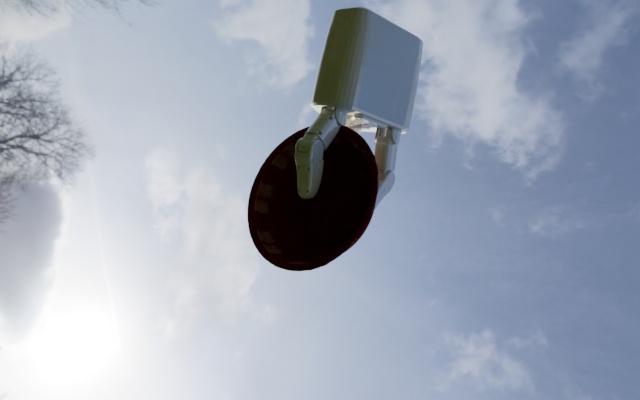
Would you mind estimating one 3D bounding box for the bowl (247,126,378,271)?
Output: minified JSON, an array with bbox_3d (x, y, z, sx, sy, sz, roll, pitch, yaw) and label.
[{"bbox_3d":[0.000,0.003,0.512,0.162,0.162,0.055,0,-19,34],"label":"bowl"}]
